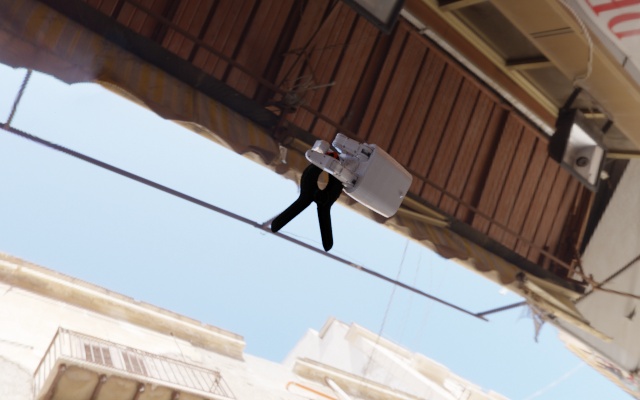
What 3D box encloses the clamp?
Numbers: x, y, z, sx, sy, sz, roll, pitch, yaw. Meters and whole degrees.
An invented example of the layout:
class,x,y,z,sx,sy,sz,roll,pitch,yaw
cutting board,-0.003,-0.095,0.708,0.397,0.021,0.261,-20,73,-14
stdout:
class,x,y,z,sx,sy,sz,roll,pitch,yaw
clamp,0.000,0.002,0.823,0.120,0.171,0.039,33,-7,-31
